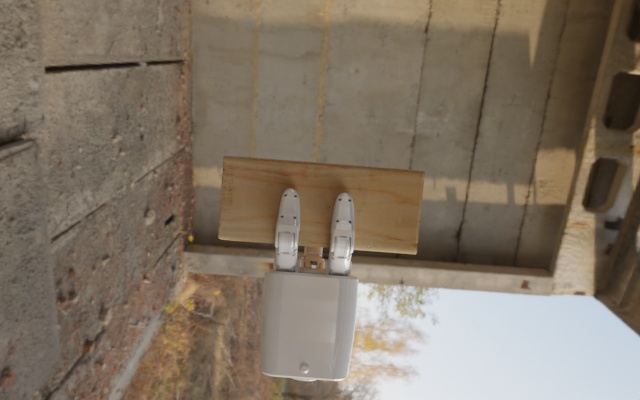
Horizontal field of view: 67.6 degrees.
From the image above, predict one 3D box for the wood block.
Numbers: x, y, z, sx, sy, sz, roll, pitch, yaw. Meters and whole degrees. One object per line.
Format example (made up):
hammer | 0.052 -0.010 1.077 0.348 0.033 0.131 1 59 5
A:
wood block | 0.000 0.002 0.533 0.206 0.090 0.091 5 4 -1
